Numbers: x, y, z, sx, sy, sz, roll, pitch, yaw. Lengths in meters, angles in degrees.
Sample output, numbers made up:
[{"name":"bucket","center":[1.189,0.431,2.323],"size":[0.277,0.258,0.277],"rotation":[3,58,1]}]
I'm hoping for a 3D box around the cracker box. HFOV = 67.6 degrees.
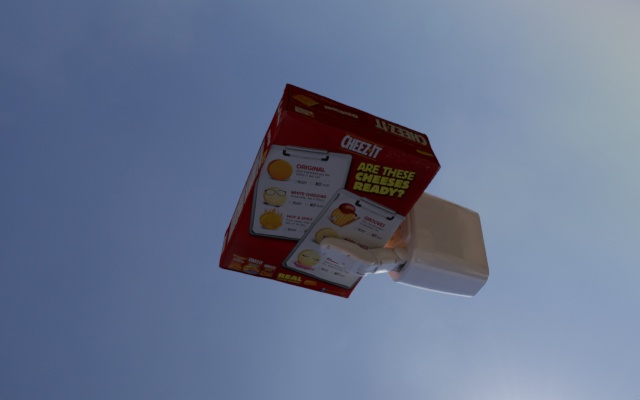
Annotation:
[{"name":"cracker box","center":[0.000,0.002,0.522],"size":[0.164,0.214,0.072],"rotation":[17,35,-16]}]
